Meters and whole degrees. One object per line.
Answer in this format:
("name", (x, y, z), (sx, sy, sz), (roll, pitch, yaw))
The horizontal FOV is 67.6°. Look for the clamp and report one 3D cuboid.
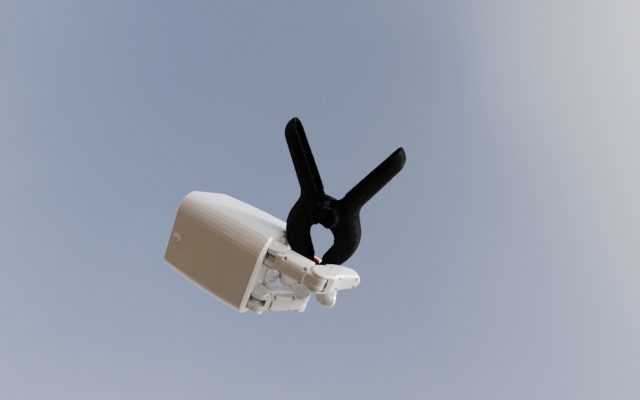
("clamp", (0.000, 0.002, 0.485), (0.120, 0.171, 0.039), (28, 21, 13))
